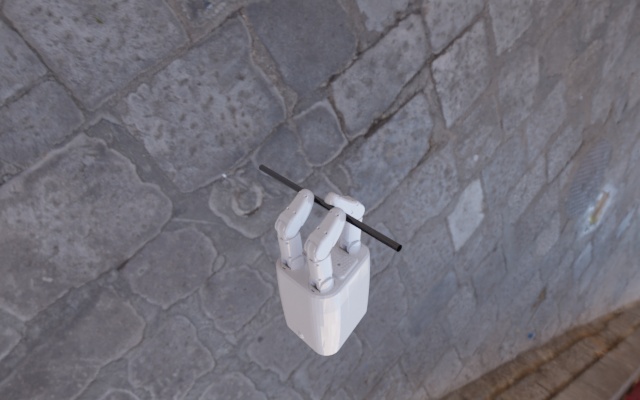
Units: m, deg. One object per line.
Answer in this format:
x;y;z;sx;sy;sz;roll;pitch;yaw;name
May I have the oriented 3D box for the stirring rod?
0.000;0.002;0.554;0.011;0.011;0.239;0;22;-45;stirring rod
